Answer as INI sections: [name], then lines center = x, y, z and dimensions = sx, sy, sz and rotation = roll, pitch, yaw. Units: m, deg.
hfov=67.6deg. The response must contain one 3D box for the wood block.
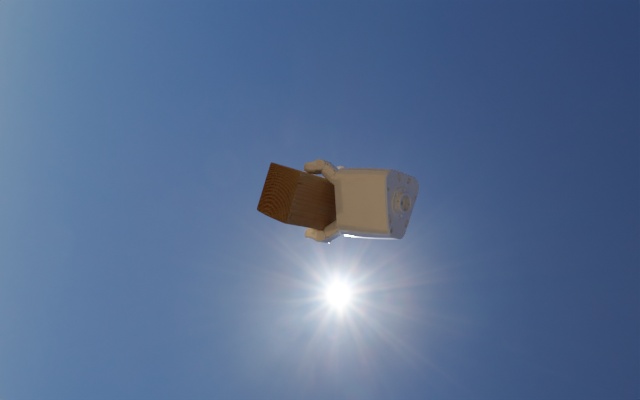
[wood block]
center = 0.000, 0.003, 0.872
dimensions = 0.206, 0.091, 0.090
rotation = 14, 5, -43
